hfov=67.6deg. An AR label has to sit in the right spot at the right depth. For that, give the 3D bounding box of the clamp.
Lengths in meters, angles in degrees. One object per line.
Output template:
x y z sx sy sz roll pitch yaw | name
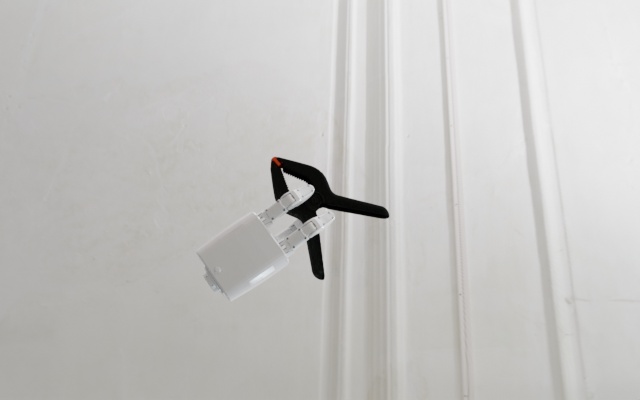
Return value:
-0.001 0.003 0.785 0.164 0.210 0.036 -34 -12 -19 | clamp
